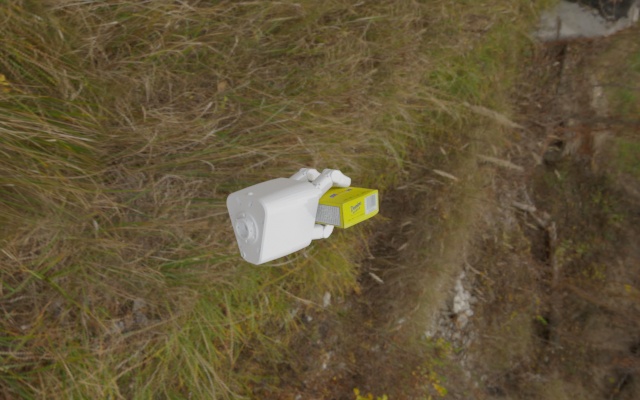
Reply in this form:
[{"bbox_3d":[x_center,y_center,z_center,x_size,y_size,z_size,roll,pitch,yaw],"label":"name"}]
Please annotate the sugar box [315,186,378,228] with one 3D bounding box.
[{"bbox_3d":[0.000,0.002,0.799,0.176,0.048,0.093,11,21,41],"label":"sugar box"}]
